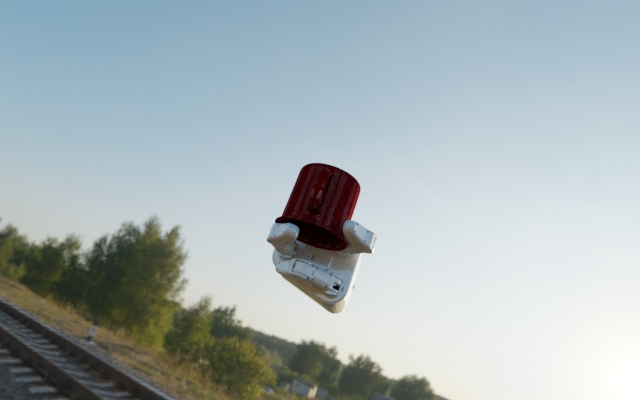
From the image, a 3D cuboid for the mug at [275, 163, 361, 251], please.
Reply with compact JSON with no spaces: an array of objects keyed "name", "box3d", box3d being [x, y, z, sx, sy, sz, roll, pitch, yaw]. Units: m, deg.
[{"name":"mug","box3d":[0.000,0.001,0.581,0.093,0.081,0.117,16,-21,11]}]
